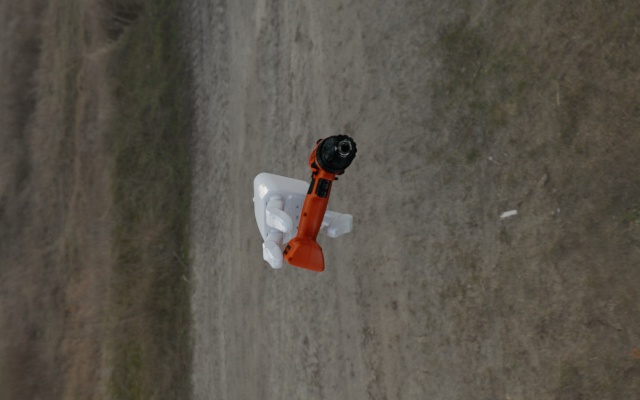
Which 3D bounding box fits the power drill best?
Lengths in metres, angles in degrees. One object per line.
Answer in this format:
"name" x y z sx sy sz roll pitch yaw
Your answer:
"power drill" 0.000 0.003 0.677 0.057 0.187 0.184 16 -3 -6
